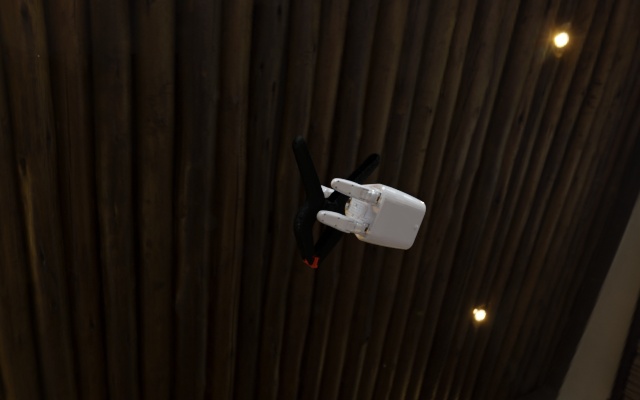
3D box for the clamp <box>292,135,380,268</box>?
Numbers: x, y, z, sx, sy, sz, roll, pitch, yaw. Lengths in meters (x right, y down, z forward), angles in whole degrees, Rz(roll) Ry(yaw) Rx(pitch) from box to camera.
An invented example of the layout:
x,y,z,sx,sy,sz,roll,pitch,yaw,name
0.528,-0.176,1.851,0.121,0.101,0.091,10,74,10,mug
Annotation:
x,y,z,sx,sy,sz,roll,pitch,yaw,name
0.000,0.003,0.762,0.164,0.210,0.036,17,6,-34,clamp
